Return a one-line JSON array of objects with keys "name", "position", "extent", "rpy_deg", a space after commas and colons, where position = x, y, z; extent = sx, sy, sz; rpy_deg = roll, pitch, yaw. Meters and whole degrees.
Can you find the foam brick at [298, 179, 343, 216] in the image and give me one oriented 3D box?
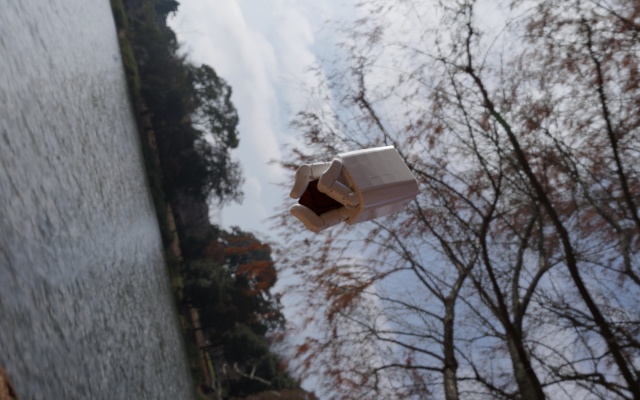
[{"name": "foam brick", "position": [0.000, 0.003, 0.800], "extent": [0.051, 0.053, 0.078], "rpy_deg": [-14, -20, -20]}]
